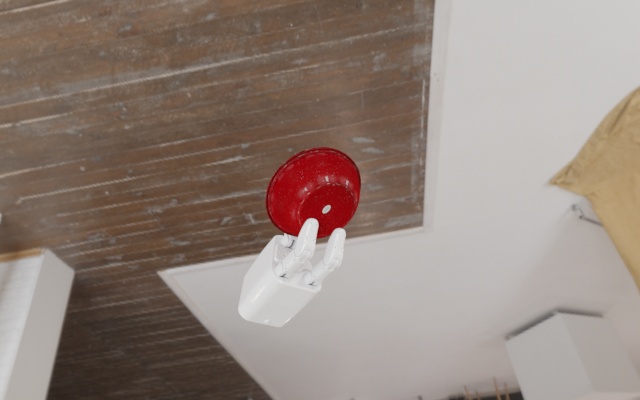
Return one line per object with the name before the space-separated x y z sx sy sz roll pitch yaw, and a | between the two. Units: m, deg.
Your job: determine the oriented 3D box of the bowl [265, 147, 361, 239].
bowl | 0.001 0.001 0.732 0.162 0.162 0.055 0 29 -25
